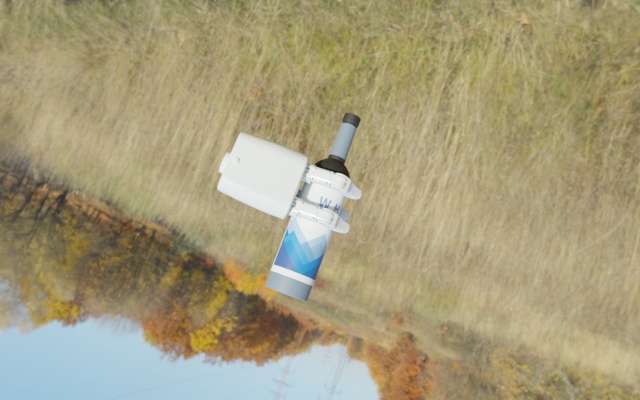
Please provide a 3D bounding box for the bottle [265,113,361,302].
[{"bbox_3d":[0.000,0.003,0.729,0.069,0.295,0.069,20,-11,4],"label":"bottle"}]
